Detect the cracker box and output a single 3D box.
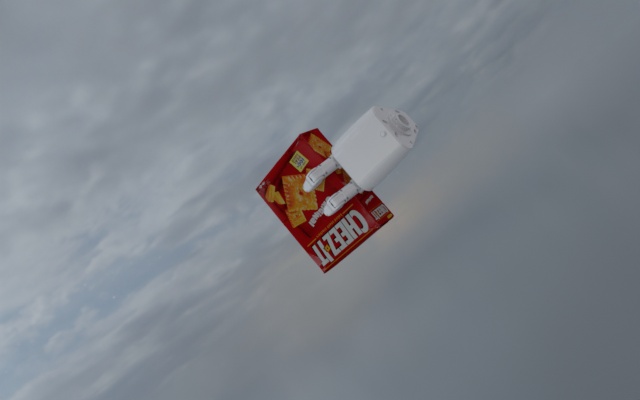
[{"bbox_3d":[0.000,0.003,0.874,0.164,0.213,0.072,-45,-9,35],"label":"cracker box"}]
